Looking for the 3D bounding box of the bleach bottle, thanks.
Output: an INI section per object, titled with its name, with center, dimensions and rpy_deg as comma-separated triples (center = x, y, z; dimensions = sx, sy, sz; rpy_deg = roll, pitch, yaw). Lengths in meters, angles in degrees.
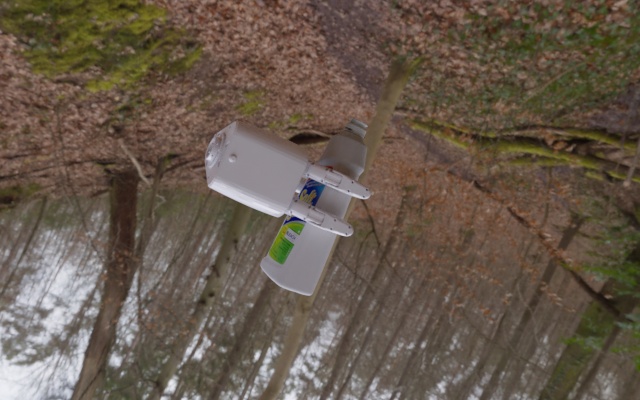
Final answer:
[bleach bottle]
center = 0.000, 0.002, 0.685
dimensions = 0.068, 0.251, 0.102
rpy_deg = 23, 2, -27
